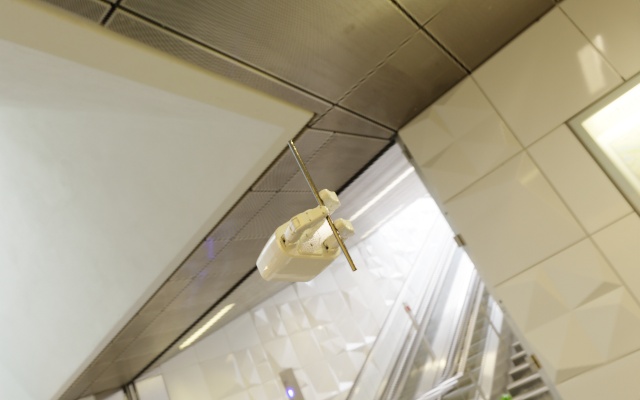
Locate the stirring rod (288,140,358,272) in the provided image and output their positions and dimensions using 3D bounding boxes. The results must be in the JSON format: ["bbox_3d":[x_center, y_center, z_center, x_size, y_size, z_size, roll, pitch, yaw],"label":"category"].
[{"bbox_3d":[0.000,0.003,0.740,0.011,0.239,0.011,-23,-22,-10],"label":"stirring rod"}]
